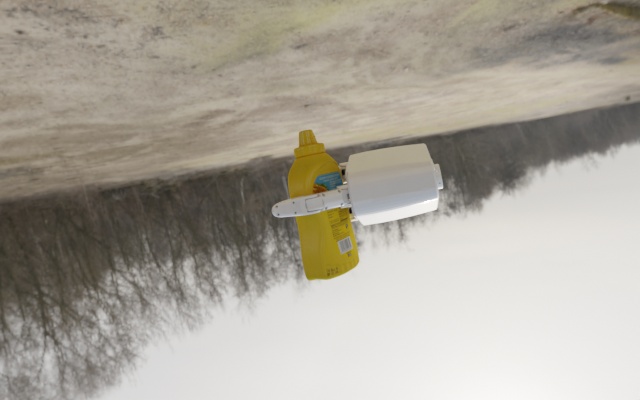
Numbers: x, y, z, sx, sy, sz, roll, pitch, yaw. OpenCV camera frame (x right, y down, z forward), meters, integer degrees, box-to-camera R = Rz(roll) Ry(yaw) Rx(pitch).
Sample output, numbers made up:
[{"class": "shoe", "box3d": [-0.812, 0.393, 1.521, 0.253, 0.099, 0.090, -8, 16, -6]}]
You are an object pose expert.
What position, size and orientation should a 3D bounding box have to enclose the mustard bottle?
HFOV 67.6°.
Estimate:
[{"class": "mustard bottle", "box3d": [0.000, 0.002, 0.630, 0.058, 0.191, 0.096, -9, 5, 35]}]
